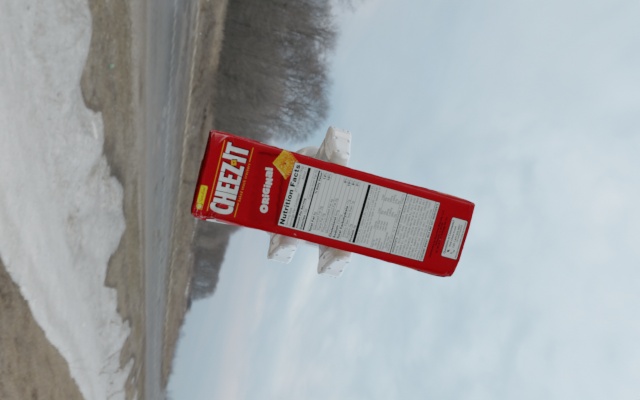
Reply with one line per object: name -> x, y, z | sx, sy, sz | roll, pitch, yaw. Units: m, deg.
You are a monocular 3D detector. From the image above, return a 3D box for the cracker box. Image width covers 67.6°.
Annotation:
cracker box -> 0.000, 0.001, 0.433 | 0.214, 0.072, 0.164 | 14, 2, -11
